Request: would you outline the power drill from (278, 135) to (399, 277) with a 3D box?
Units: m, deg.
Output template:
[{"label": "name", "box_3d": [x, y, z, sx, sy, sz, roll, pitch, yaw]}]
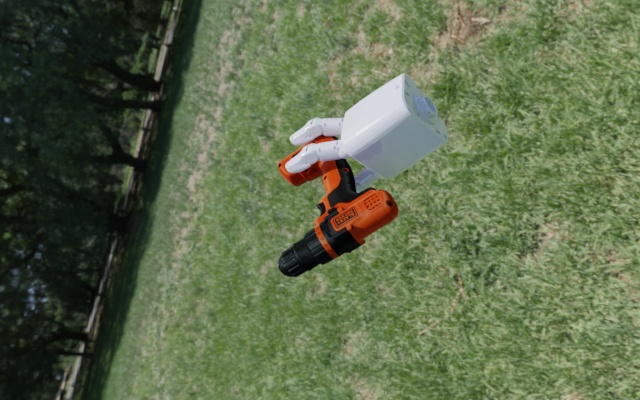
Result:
[{"label": "power drill", "box_3d": [0.000, 0.002, 0.693, 0.184, 0.187, 0.057, -31, -40, 7]}]
